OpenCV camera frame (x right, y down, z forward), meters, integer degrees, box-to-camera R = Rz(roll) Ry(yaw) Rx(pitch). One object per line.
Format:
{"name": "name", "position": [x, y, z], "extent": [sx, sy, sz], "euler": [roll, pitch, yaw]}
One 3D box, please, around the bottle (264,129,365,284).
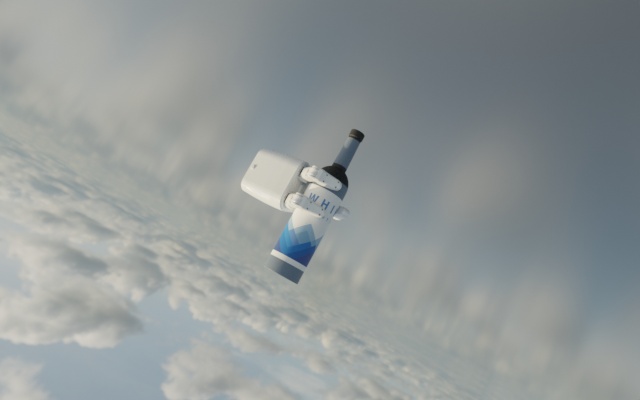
{"name": "bottle", "position": [0.000, 0.003, 0.853], "extent": [0.069, 0.295, 0.069], "euler": [28, -10, 5]}
